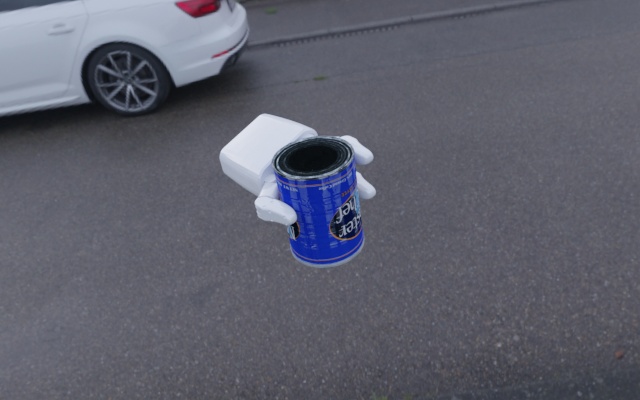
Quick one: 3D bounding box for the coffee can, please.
[{"bbox_3d":[0.000,0.002,0.619,0.103,0.140,0.102,-6,35,4],"label":"coffee can"}]
